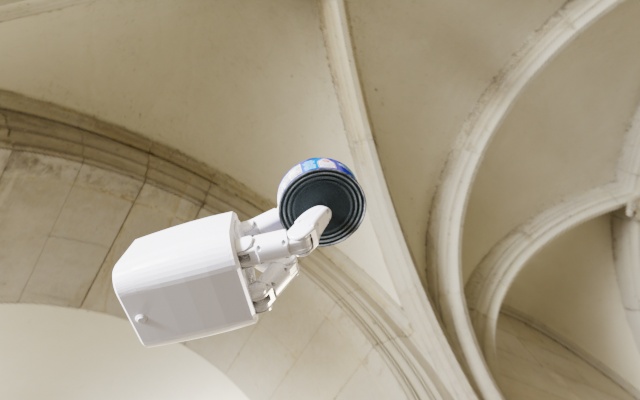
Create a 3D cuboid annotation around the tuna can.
[{"bbox_3d":[0.000,0.001,0.474,0.086,0.086,0.033,0,27,-9],"label":"tuna can"}]
